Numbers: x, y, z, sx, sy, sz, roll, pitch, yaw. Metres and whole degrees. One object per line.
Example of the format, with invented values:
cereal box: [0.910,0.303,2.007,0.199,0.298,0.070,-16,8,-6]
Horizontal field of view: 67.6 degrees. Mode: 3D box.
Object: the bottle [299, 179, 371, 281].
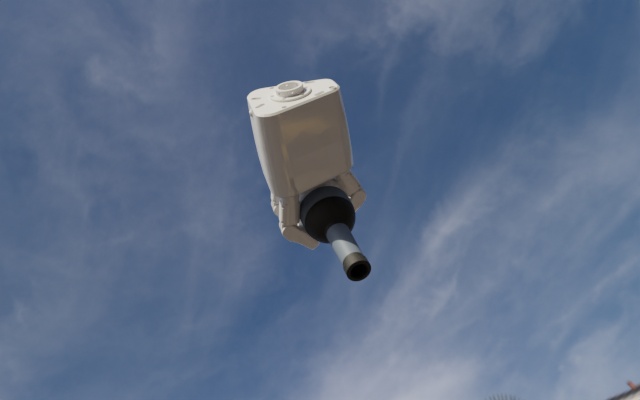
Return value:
bottle: [0.000,0.002,0.617,0.069,0.069,0.295,0,29,-18]
